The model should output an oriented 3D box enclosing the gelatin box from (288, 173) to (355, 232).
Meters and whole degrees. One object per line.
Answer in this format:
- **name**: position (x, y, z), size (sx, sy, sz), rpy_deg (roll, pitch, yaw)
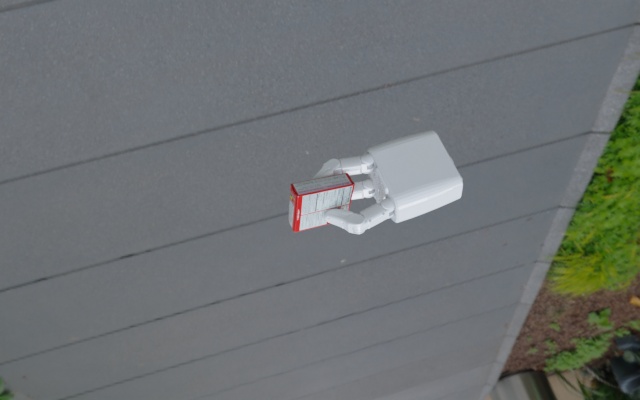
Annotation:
- **gelatin box**: position (0.000, 0.003, 0.683), size (0.089, 0.073, 0.030), rpy_deg (-13, 48, -20)
